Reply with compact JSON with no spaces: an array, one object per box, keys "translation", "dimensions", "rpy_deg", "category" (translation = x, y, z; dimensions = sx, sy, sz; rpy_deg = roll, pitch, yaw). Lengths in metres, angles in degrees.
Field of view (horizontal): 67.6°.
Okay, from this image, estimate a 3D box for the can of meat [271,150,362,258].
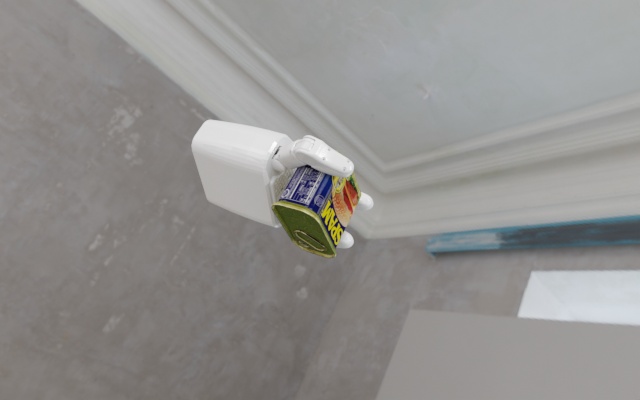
[{"translation":[0.000,0.001,0.528],"dimensions":[0.057,0.084,0.102],"rpy_deg":[14,-28,26],"category":"can of meat"}]
